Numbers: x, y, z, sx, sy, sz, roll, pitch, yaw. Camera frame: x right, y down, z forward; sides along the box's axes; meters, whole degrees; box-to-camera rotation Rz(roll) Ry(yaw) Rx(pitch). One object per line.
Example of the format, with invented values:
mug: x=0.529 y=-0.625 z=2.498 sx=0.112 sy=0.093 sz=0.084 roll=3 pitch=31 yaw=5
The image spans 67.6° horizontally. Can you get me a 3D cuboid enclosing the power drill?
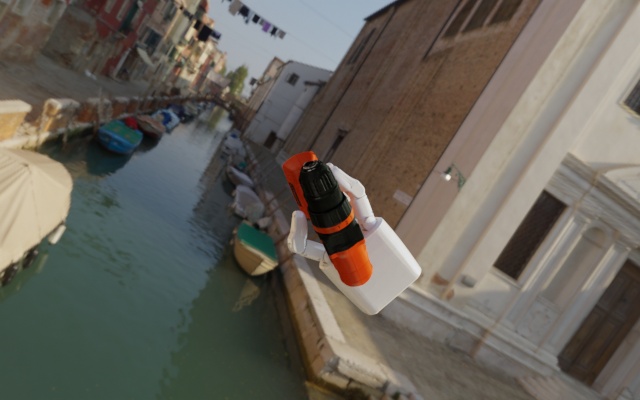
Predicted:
power drill: x=0.000 y=0.002 z=0.639 sx=0.057 sy=0.184 sz=0.187 roll=-23 pitch=30 yaw=-3
